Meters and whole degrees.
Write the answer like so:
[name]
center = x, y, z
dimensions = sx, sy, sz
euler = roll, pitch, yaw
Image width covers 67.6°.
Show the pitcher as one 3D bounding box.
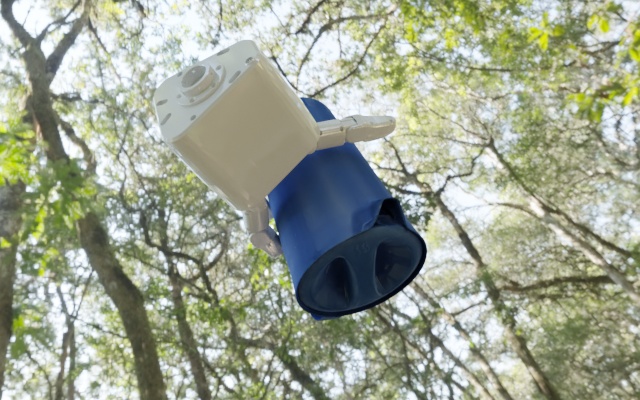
[pitcher]
center = 0.000, 0.002, 0.531
dimensions = 0.149, 0.242, 0.145
euler = -32, -42, 7
